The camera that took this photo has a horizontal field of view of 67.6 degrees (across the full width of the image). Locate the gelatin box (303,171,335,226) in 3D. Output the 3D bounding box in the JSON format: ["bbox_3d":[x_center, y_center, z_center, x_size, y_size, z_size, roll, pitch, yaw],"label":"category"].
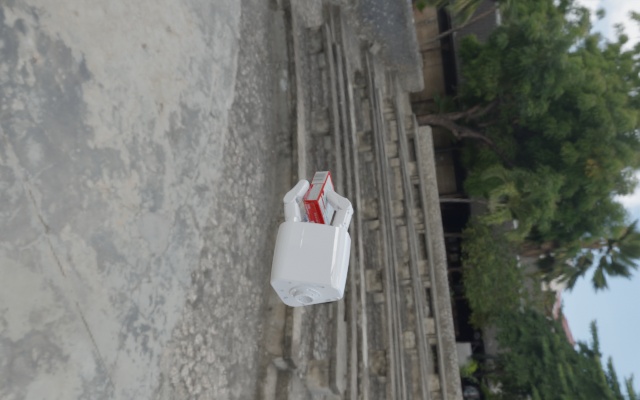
[{"bbox_3d":[0.001,0.003,0.845,0.030,0.073,0.089,-1,39,19],"label":"gelatin box"}]
